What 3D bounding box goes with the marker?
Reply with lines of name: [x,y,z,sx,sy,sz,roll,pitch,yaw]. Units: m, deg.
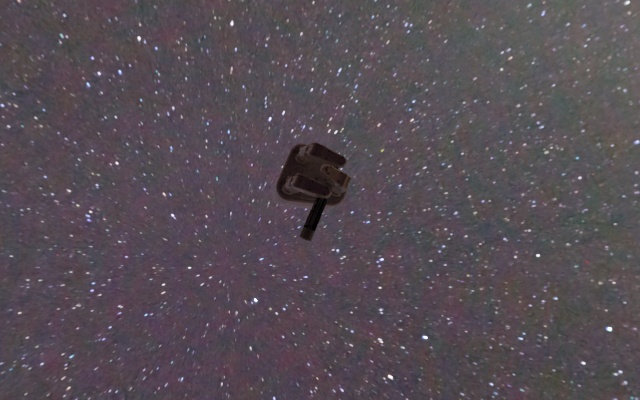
marker: [0.000,0.002,0.717,0.020,0.121,0.020,22,-12,5]
